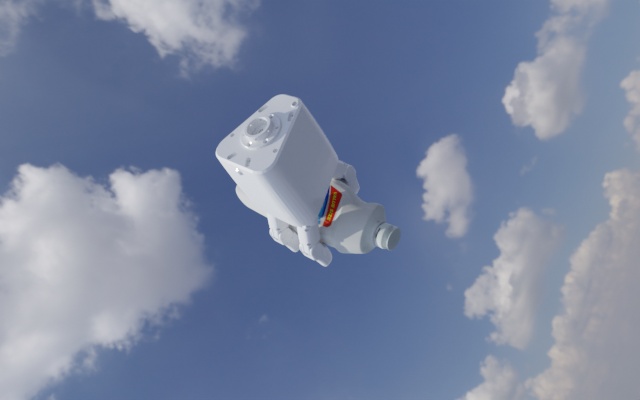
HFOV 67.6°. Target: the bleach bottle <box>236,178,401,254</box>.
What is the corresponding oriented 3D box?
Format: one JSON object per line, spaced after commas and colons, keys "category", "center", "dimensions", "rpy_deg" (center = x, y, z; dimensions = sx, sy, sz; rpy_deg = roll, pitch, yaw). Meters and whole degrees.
{"category": "bleach bottle", "center": [0.000, 0.002, 0.647], "dimensions": [0.250, 0.102, 0.068], "rpy_deg": [22, -20, 37]}
